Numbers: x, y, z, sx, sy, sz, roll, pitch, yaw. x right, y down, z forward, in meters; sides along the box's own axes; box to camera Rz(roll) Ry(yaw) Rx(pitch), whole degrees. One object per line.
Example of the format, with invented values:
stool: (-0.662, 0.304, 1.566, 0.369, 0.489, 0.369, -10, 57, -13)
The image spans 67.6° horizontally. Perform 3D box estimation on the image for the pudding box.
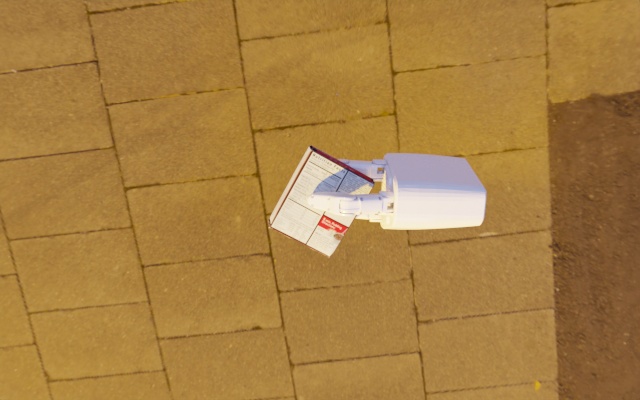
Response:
pudding box: (0.000, 0.002, 0.587, 0.090, 0.113, 0.039, 28, 9, -10)
